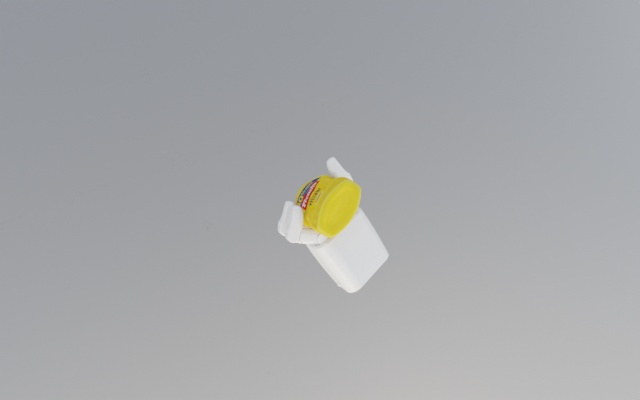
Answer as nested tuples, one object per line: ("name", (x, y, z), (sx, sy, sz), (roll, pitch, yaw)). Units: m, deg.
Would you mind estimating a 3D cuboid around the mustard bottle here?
("mustard bottle", (0.000, 0.002, 0.818), (0.058, 0.096, 0.191), (30, -4, -19))
